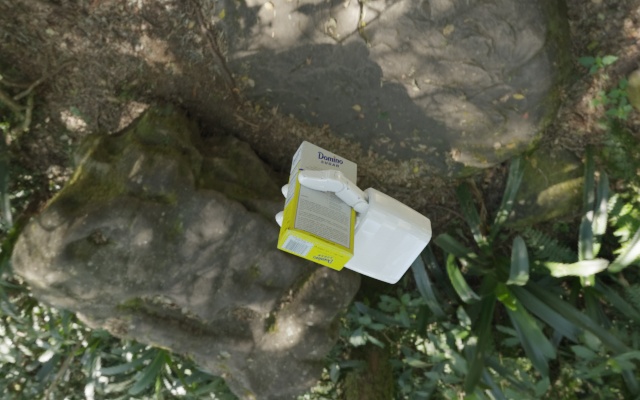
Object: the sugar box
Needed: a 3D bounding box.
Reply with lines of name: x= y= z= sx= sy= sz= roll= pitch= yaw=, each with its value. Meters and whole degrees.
sugar box: x=0.000 y=0.003 z=0.660 sx=0.093 sy=0.176 sz=0.048 roll=23 pitch=-49 yaw=-16
